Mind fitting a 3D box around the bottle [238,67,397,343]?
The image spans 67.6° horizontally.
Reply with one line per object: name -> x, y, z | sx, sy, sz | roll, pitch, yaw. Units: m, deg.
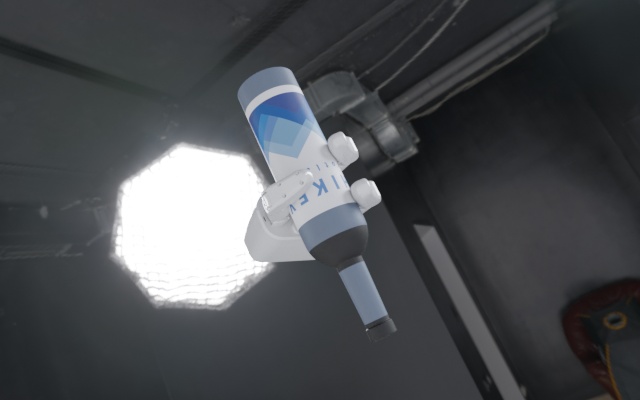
bottle -> 0.000, 0.001, 0.492 | 0.069, 0.295, 0.069 | -24, -15, -7
